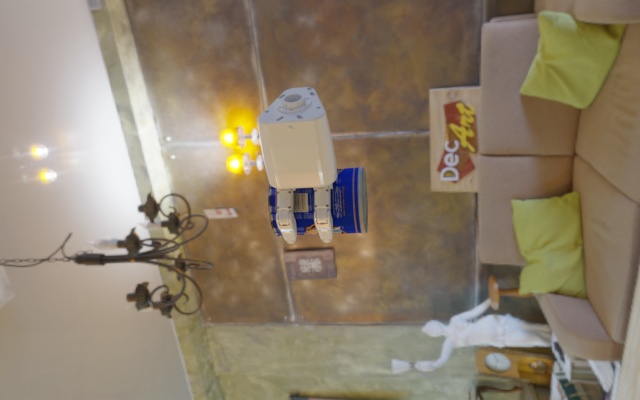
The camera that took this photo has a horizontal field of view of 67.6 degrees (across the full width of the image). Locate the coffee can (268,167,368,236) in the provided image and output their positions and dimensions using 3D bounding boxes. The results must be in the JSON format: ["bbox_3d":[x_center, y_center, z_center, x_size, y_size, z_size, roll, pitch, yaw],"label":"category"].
[{"bbox_3d":[0.000,0.003,0.741,0.140,0.103,0.103,-3,0,9],"label":"coffee can"}]
